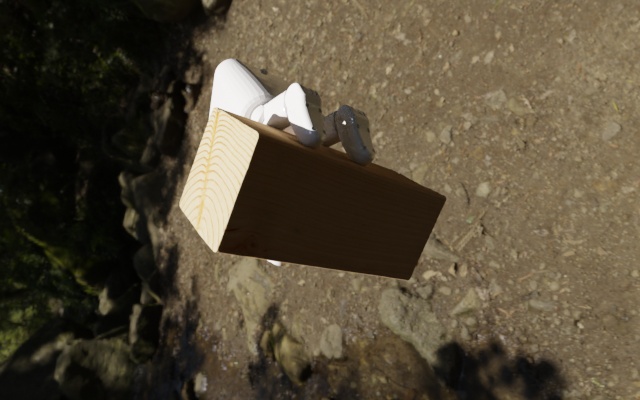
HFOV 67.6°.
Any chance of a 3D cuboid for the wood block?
[{"bbox_3d":[0.000,0.001,0.417,0.206,0.091,0.090,14,13,-38],"label":"wood block"}]
